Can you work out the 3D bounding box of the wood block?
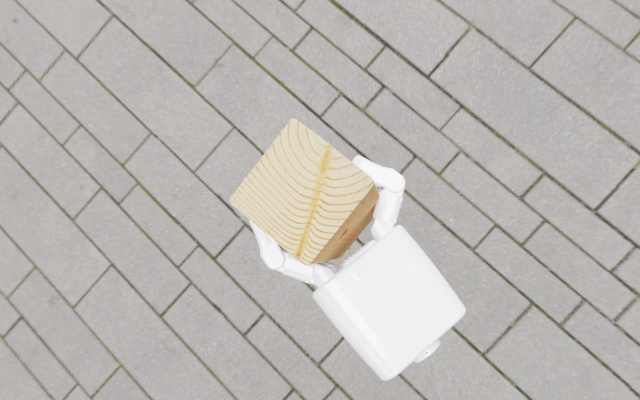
[{"bbox_3d":[0.001,0.002,0.487,0.090,0.091,0.206,39,2,10],"label":"wood block"}]
